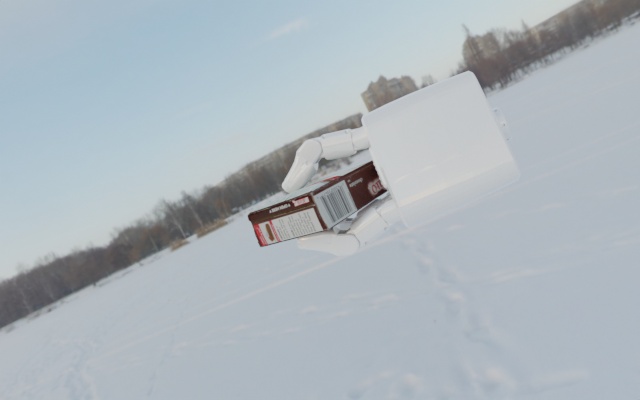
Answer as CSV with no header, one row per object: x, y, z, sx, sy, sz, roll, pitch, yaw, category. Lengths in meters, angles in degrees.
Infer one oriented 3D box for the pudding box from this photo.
0.000,0.001,0.461,0.090,0.039,0.113,-19,5,41,pudding box
